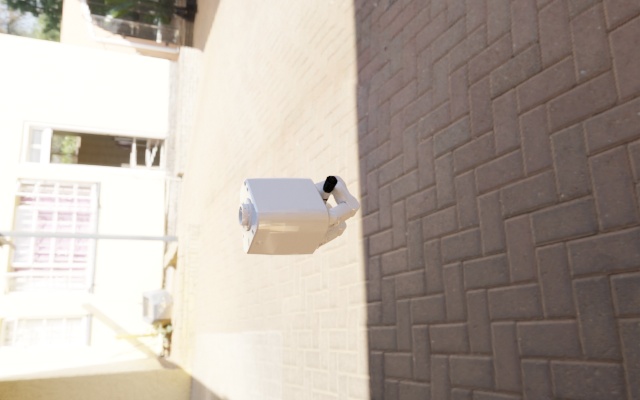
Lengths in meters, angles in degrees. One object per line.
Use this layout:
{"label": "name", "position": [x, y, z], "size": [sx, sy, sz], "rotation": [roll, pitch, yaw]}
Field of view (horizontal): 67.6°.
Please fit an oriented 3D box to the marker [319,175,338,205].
{"label": "marker", "position": [0.000, 0.002, 0.753], "size": [0.020, 0.020, 0.121], "rotation": [0, -37, -23]}
